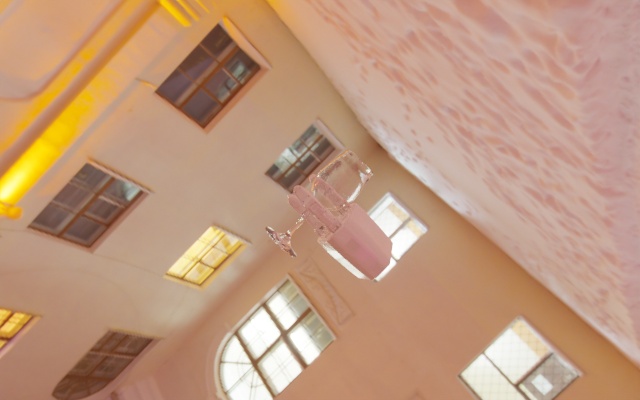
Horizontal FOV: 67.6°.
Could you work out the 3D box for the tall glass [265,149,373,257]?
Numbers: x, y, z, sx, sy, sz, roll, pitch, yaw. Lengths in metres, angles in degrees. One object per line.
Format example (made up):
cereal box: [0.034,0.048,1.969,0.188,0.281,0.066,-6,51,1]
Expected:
tall glass: [0.000,0.003,0.829,0.079,0.201,0.079,44,4,-4]
